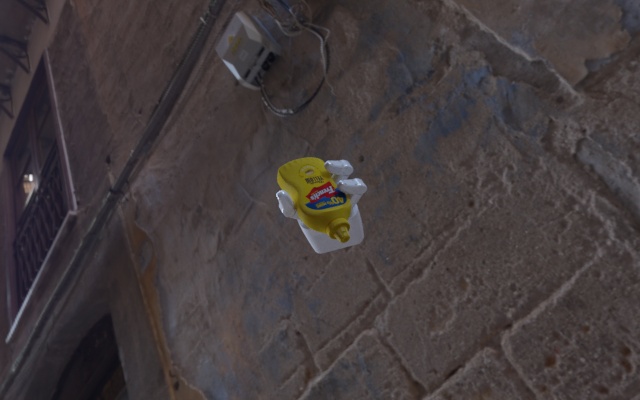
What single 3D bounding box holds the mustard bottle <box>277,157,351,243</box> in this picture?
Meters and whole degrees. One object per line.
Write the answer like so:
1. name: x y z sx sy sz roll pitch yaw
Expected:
1. mustard bottle: 0.000 0.002 0.854 0.096 0.058 0.191 -13 48 -25
